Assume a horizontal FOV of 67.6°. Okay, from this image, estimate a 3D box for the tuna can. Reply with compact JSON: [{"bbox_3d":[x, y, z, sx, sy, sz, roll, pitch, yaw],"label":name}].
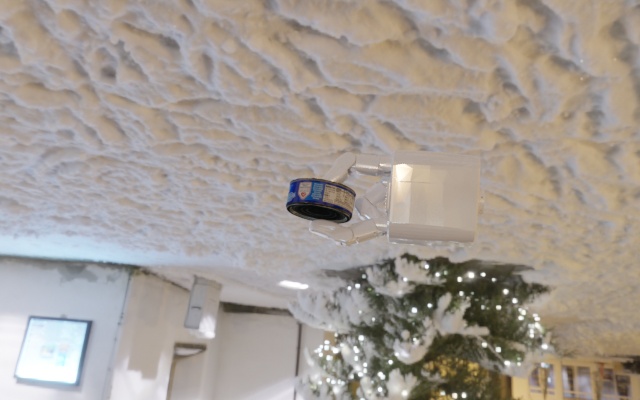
[{"bbox_3d":[0.000,0.003,0.602,0.086,0.033,0.086,9,-16,3],"label":"tuna can"}]
